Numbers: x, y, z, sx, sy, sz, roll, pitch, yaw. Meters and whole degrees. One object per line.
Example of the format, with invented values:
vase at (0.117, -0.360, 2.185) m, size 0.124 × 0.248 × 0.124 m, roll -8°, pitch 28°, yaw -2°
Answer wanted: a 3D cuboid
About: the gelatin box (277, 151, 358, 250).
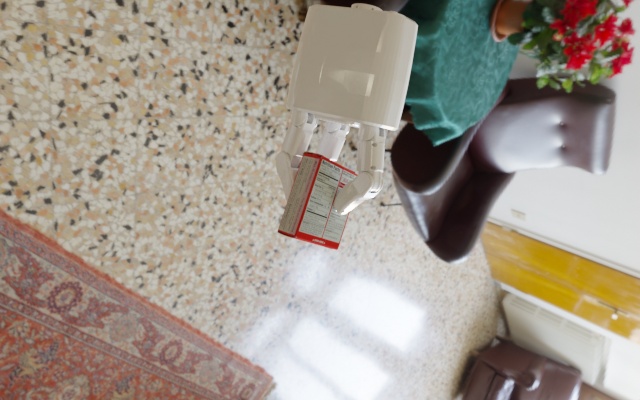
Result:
gelatin box at (0.000, 0.002, 0.504) m, size 0.030 × 0.089 × 0.073 m, roll 14°, pitch -5°, yaw 40°
